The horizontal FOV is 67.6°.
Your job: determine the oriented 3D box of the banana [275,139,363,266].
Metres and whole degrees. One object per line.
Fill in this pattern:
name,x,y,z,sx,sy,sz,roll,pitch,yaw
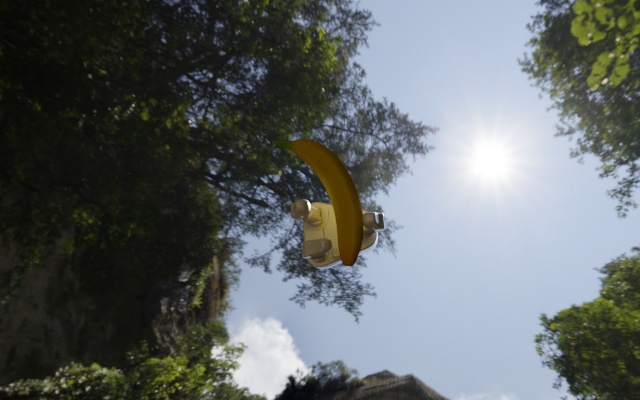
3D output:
banana,0.015,-0.010,0.643,0.069,0.197,0.037,-30,-11,-2
